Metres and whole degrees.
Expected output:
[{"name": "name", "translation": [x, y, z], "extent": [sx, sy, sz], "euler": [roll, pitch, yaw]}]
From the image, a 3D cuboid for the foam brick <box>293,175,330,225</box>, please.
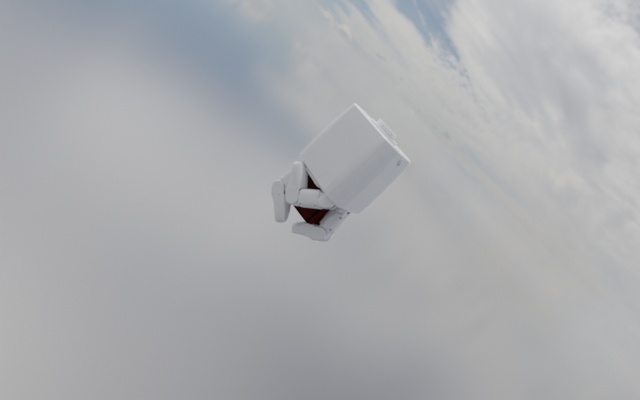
[{"name": "foam brick", "translation": [0.000, 0.002, 0.698], "extent": [0.051, 0.053, 0.078], "euler": [-44, -23, 12]}]
